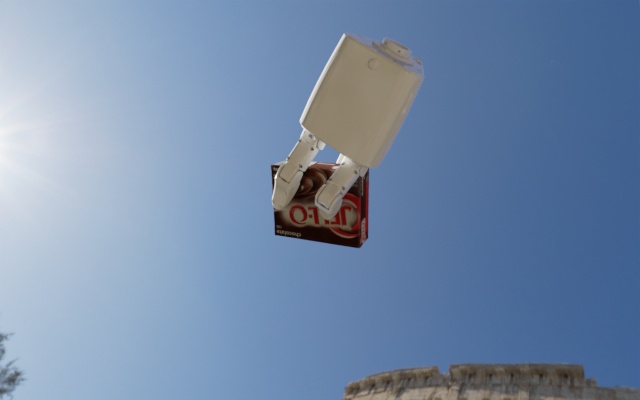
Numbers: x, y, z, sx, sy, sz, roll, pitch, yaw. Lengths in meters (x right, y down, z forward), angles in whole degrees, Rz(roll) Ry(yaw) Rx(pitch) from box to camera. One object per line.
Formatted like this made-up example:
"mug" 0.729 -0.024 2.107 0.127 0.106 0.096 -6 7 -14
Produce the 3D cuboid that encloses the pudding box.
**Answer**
"pudding box" 0.000 0.002 0.558 0.113 0.090 0.039 7 20 25
